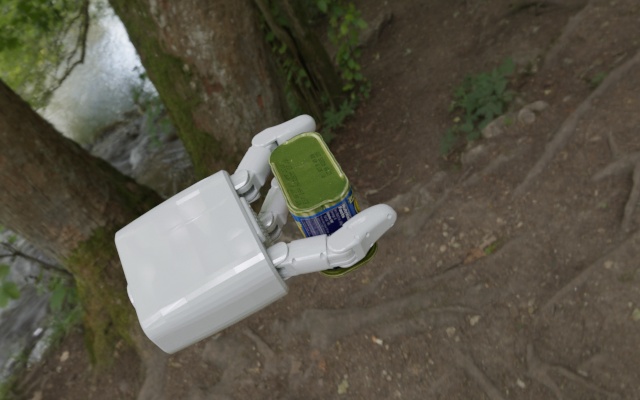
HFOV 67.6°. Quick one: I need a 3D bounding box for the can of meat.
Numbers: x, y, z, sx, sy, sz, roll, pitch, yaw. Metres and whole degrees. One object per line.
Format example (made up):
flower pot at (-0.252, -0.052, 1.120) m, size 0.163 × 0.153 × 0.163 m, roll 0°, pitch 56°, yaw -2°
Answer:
can of meat at (0.000, 0.001, 0.414) m, size 0.057 × 0.084 × 0.102 m, roll -27°, pitch 43°, yaw -2°
